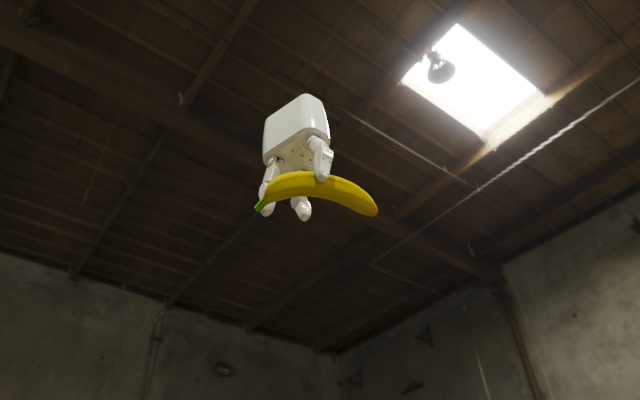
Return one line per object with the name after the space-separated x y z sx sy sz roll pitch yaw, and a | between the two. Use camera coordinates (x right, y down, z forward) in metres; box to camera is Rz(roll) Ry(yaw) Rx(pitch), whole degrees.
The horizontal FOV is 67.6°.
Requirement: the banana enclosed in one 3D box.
0.001 -0.011 0.734 0.198 0.070 0.037 4 42 -13 | banana
